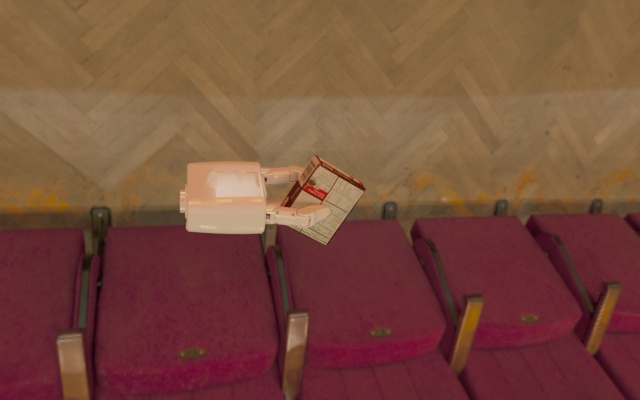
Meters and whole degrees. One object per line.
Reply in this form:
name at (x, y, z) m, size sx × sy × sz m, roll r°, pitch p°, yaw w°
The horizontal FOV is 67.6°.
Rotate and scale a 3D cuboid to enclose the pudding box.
pudding box at (0.000, 0.002, 0.721) m, size 0.090 × 0.113 × 0.039 m, roll 29°, pitch 17°, yaw -23°
